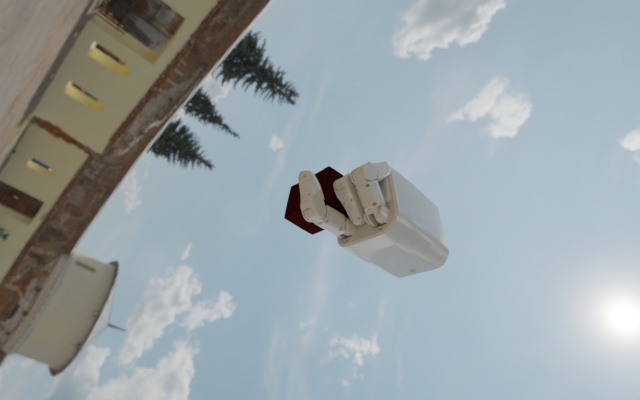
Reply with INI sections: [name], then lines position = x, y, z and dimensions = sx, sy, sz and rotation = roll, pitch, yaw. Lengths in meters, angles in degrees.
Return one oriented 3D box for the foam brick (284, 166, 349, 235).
[foam brick]
position = 0.000, 0.002, 0.607
dimensions = 0.051, 0.053, 0.078
rotation = 33, -37, -29
